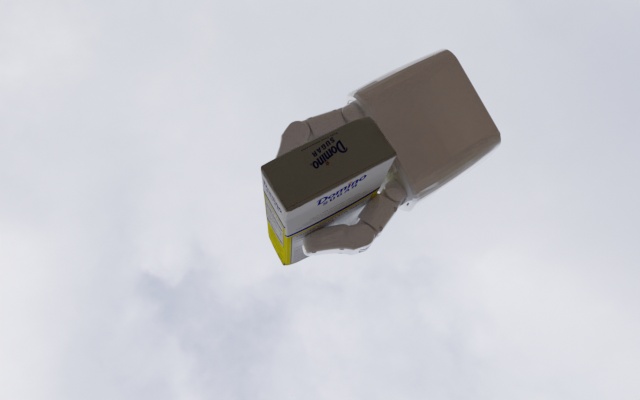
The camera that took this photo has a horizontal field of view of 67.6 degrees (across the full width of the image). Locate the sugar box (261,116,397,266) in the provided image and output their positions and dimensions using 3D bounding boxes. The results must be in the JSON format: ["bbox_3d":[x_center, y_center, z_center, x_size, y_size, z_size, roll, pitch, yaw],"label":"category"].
[{"bbox_3d":[0.000,0.001,0.413,0.093,0.048,0.176,-28,-18,-14],"label":"sugar box"}]
